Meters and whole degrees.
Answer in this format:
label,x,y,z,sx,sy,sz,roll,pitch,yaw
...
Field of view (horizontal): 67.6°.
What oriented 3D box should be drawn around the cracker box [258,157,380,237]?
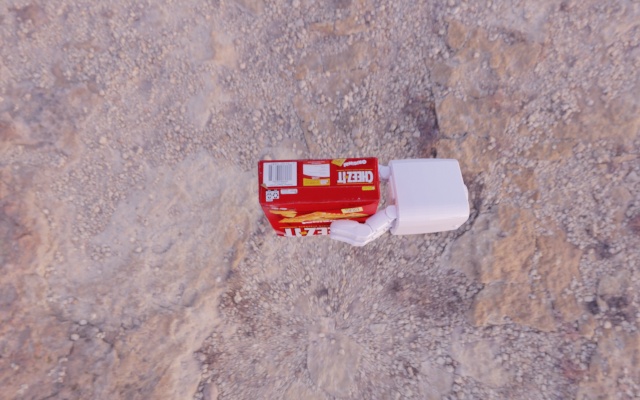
label,x,y,z,sx,sy,sz,roll,pitch,yaw
cracker box,0.000,0.002,0.733,0.164,0.072,0.214,-2,-16,1
